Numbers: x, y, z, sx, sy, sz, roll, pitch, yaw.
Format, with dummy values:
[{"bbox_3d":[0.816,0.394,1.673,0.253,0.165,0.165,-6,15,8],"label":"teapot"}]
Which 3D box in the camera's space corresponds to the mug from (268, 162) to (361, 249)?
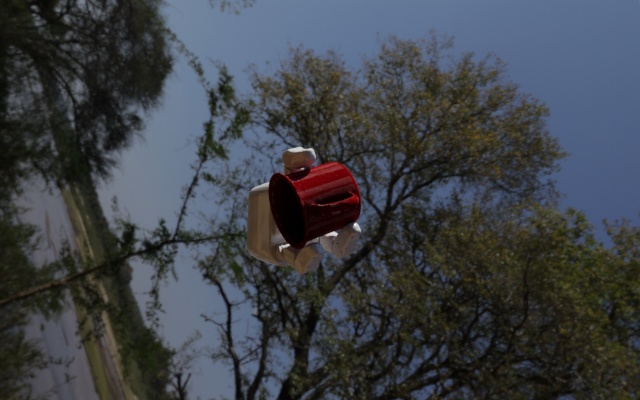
[{"bbox_3d":[0.001,0.002,0.561,0.081,0.093,0.117,-18,9,-27],"label":"mug"}]
